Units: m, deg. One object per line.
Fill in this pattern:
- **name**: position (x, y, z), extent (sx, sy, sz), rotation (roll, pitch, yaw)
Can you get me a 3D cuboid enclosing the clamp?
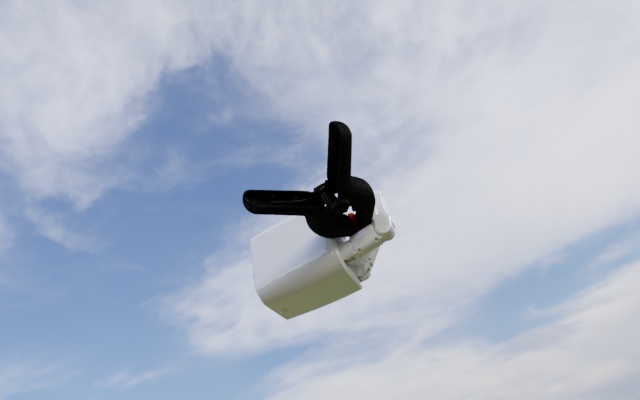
- **clamp**: position (0.000, 0.001, 0.492), extent (0.120, 0.039, 0.172), rotation (-28, -38, 6)
